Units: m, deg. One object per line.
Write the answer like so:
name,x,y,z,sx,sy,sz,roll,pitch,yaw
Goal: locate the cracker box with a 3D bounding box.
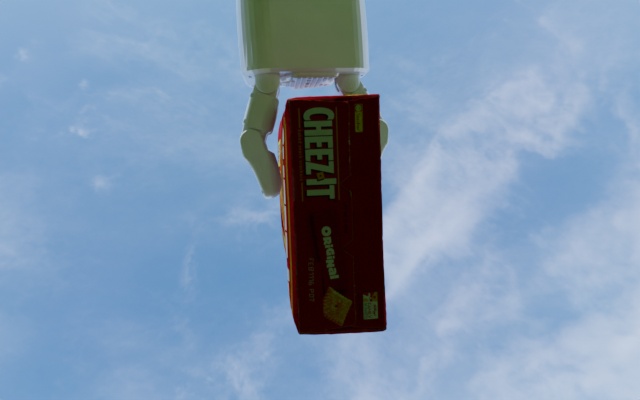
cracker box,0.000,0.001,0.422,0.072,0.164,0.213,-3,6,-5
